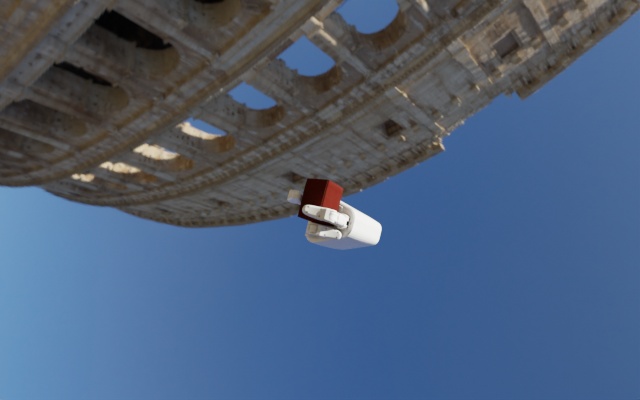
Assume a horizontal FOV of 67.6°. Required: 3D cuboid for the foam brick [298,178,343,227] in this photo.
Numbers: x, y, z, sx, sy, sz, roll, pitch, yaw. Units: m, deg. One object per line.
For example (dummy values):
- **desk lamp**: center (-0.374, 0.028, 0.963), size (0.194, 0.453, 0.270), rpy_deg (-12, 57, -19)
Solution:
- **foam brick**: center (0.000, 0.003, 0.891), size (0.053, 0.078, 0.051), rpy_deg (9, -9, 40)
